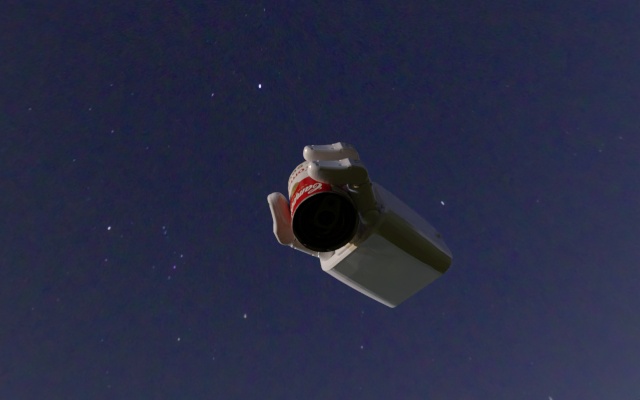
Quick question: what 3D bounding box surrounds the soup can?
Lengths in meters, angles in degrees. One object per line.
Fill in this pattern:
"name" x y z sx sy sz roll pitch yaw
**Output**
"soup can" 0.000 0.001 0.521 0.068 0.068 0.102 0 25 -6
